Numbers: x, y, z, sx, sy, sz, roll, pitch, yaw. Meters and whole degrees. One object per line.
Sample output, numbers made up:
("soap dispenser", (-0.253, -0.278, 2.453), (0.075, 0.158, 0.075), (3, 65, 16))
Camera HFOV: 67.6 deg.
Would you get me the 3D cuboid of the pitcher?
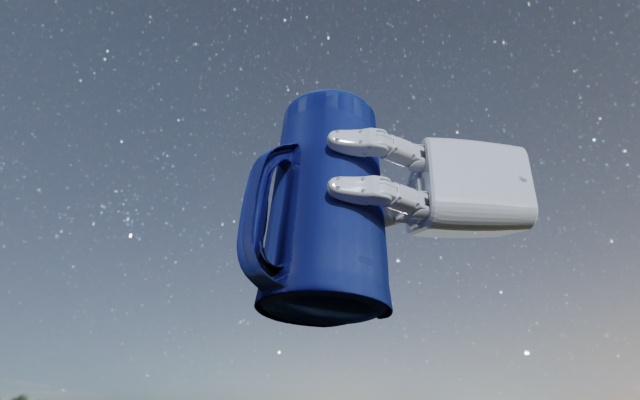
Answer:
("pitcher", (0.000, 0.002, 0.503), (0.145, 0.242, 0.149), (2, -27, -1))
